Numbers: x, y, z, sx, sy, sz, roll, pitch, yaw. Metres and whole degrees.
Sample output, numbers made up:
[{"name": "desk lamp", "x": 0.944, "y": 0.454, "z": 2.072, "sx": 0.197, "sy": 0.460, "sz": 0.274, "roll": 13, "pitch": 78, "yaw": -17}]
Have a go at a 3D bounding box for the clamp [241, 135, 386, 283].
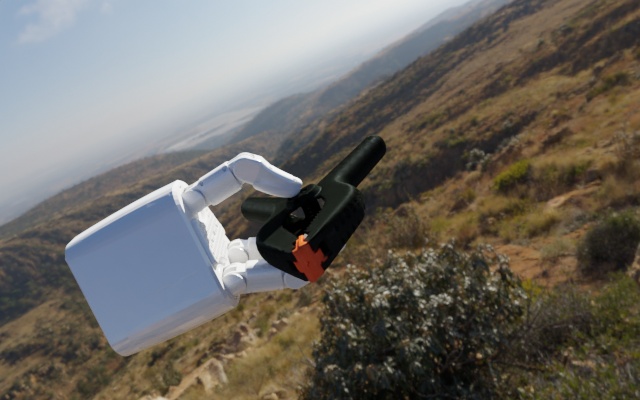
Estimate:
[{"name": "clamp", "x": 0.000, "y": 0.001, "z": 0.413, "sx": 0.164, "sy": 0.036, "sz": 0.210, "roll": -29, "pitch": 18, "yaw": 3}]
